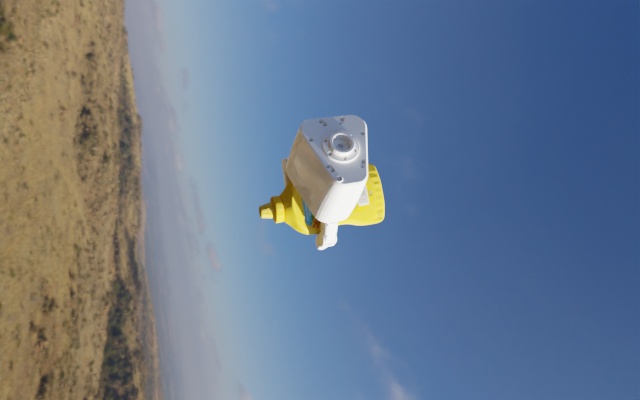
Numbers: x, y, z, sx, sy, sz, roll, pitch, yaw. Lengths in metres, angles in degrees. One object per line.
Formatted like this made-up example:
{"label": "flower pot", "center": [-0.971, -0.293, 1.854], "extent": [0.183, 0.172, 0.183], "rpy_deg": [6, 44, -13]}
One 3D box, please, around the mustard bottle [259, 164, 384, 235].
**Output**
{"label": "mustard bottle", "center": [0.000, 0.002, 0.741], "extent": [0.191, 0.096, 0.058], "rpy_deg": [-9, 0, -17]}
